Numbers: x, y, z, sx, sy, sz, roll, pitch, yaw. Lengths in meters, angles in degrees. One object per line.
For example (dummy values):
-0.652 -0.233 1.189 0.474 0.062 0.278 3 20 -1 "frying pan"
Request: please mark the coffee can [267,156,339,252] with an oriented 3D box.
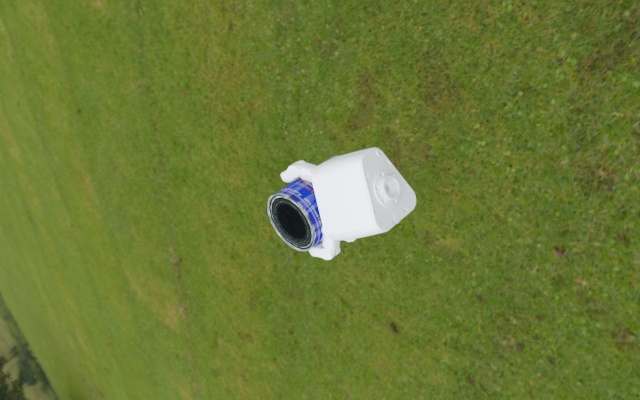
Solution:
0.000 0.002 0.768 0.140 0.103 0.103 -35 22 -35 "coffee can"
